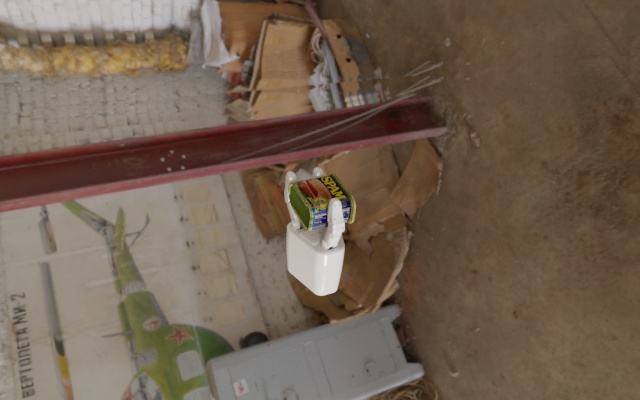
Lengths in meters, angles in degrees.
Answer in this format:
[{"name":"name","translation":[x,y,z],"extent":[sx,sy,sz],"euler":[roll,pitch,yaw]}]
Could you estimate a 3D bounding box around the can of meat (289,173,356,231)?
[{"name":"can of meat","translation":[0.000,0.003,0.831],"extent":[0.084,0.057,0.102],"euler":[-12,41,-22]}]
